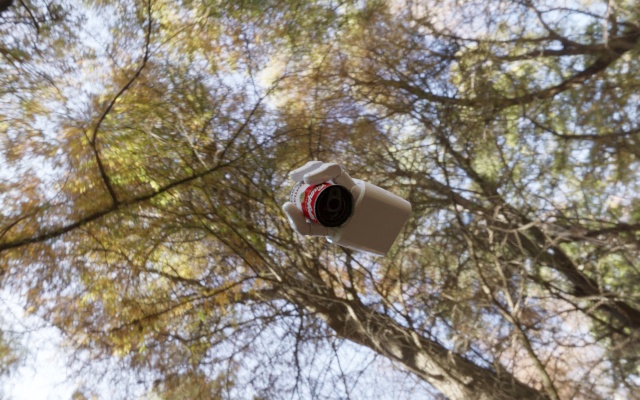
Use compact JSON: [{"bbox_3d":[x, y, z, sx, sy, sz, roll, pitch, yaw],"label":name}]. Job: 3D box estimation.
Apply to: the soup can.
[{"bbox_3d":[0.000,0.002,0.753,0.068,0.068,0.102,0,8,-26],"label":"soup can"}]
